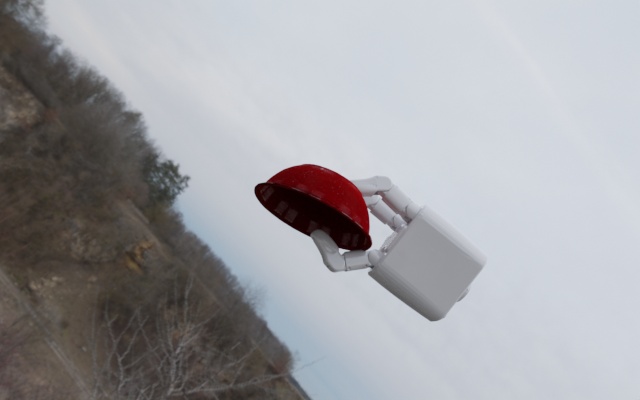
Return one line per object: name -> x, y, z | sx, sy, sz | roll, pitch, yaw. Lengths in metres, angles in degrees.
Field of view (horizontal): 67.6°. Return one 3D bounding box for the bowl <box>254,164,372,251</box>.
bowl -> -0.001, 0.001, 0.598 | 0.162, 0.055, 0.162 | 23, -19, 9
